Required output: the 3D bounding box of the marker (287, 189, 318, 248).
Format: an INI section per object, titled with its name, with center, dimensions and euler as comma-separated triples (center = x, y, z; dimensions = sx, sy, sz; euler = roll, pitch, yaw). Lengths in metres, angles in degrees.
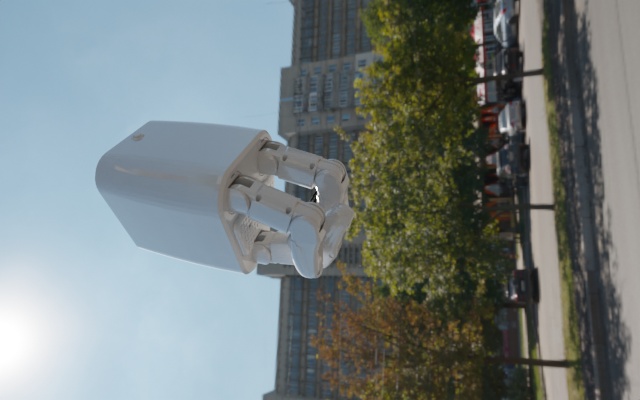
[marker]
center = 0.000, 0.001, 0.409
dimensions = 0.020, 0.020, 0.121
euler = 0, 32, 20
